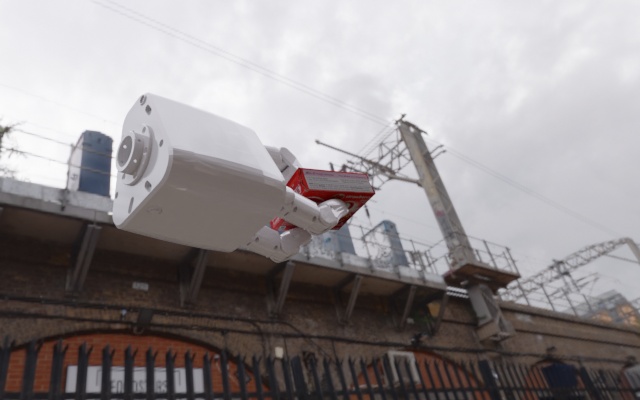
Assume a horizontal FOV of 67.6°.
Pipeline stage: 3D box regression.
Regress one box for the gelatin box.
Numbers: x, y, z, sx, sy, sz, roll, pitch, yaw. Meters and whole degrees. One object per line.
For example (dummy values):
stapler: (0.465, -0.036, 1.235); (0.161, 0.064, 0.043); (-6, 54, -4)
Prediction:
gelatin box: (0.000, 0.001, 0.495); (0.089, 0.030, 0.073); (2, -35, -36)
